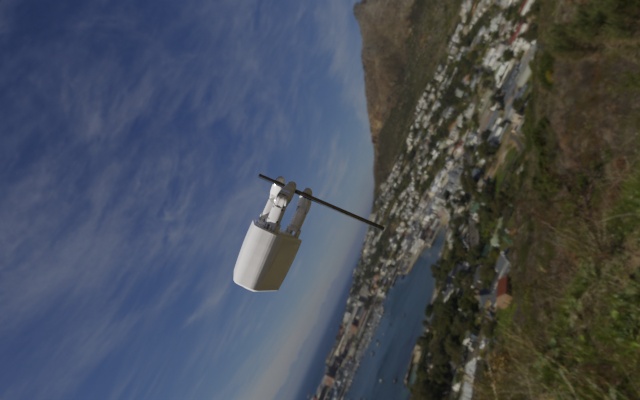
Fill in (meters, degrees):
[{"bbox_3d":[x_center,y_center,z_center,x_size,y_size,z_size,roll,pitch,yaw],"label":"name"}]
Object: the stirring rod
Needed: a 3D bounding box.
[{"bbox_3d":[0.000,0.003,0.841,0.239,0.011,0.011,23,3,6],"label":"stirring rod"}]
